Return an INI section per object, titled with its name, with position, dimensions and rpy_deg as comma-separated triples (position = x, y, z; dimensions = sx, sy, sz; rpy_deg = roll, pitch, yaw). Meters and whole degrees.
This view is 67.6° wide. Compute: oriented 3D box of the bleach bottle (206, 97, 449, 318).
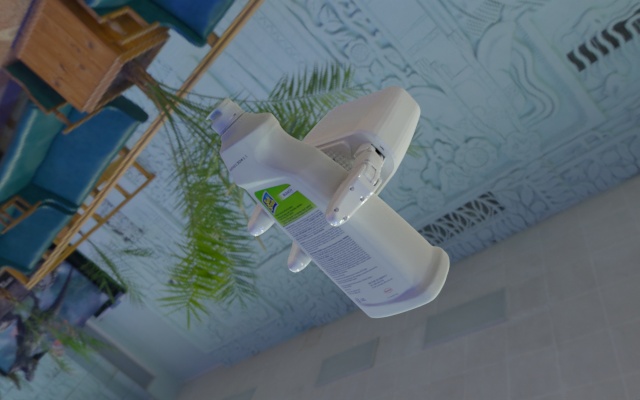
[bleach bottle]
position = 0.000, 0.002, 0.443
dimensions = 0.102, 0.251, 0.068
rpy_deg = -33, 17, 44
